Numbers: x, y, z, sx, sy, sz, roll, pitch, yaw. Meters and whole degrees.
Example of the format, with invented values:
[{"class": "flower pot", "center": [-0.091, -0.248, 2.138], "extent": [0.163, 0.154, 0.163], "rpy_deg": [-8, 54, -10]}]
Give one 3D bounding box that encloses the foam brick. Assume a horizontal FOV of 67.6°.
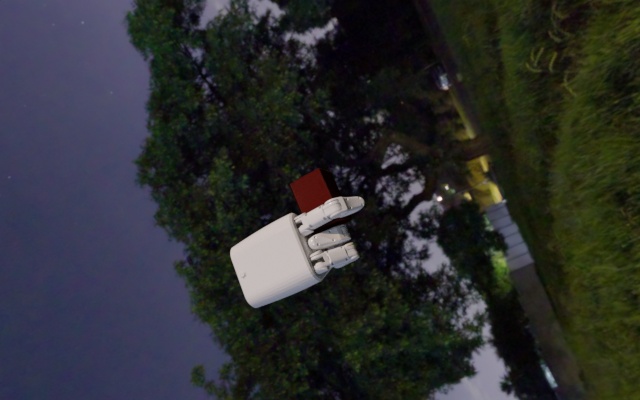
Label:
[{"class": "foam brick", "center": [0.000, 0.002, 0.668], "extent": [0.051, 0.078, 0.053], "rpy_deg": [-28, -16, 17]}]
